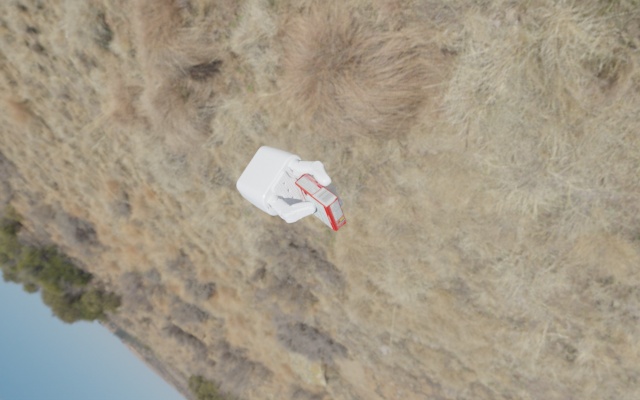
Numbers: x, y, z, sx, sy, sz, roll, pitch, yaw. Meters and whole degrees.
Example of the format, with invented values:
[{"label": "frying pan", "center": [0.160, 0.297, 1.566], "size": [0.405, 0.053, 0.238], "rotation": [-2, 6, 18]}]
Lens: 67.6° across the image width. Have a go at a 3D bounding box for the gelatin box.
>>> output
[{"label": "gelatin box", "center": [0.000, 0.003, 0.823], "size": [0.089, 0.030, 0.073], "rotation": [38, -19, 37]}]
